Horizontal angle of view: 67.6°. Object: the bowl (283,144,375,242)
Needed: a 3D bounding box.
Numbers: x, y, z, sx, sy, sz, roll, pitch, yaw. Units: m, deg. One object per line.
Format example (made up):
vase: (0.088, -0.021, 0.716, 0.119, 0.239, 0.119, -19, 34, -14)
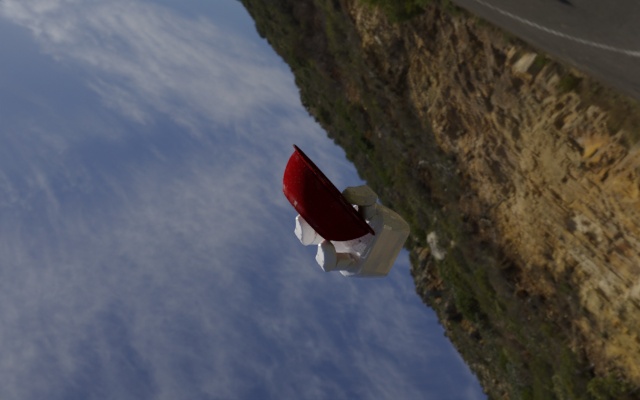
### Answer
bowl: (-0.001, 0.002, 0.637, 0.055, 0.162, 0.162, -42, -3, 4)
